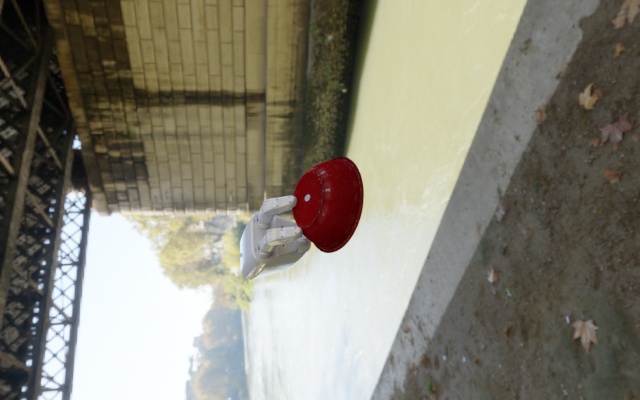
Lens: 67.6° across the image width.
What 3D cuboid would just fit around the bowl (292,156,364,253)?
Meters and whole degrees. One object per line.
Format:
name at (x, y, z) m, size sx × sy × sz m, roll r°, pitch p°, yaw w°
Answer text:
bowl at (0.000, 0.002, 0.774) m, size 0.055 × 0.162 × 0.162 m, roll 11°, pitch -6°, yaw -33°
